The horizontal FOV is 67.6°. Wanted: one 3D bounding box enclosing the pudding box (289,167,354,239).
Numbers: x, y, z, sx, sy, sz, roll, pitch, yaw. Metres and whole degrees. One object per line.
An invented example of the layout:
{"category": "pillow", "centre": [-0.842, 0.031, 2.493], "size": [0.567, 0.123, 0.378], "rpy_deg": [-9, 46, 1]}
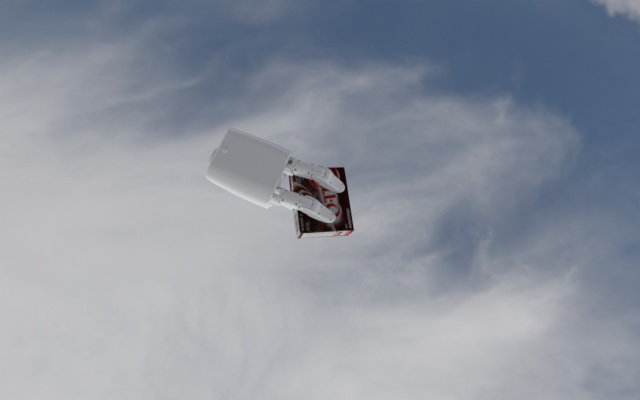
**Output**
{"category": "pudding box", "centre": [0.000, 0.003, 0.771], "size": [0.090, 0.113, 0.039], "rpy_deg": [-3, -17, -16]}
